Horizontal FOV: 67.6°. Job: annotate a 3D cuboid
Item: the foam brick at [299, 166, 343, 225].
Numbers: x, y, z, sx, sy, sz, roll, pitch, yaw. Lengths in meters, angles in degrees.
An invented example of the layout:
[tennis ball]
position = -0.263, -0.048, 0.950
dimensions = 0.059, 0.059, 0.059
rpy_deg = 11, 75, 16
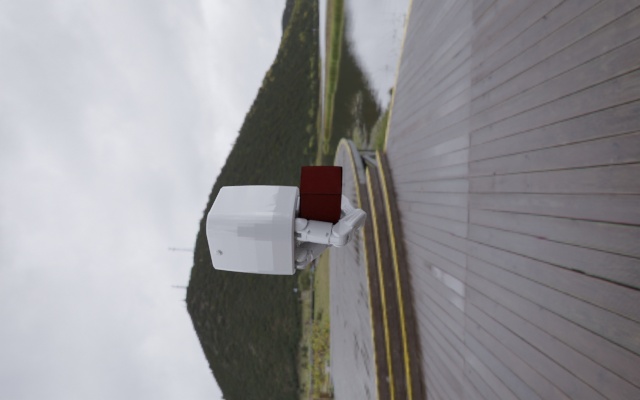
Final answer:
[foam brick]
position = 0.000, 0.002, 0.596
dimensions = 0.051, 0.078, 0.053
rpy_deg = 3, 43, 1
